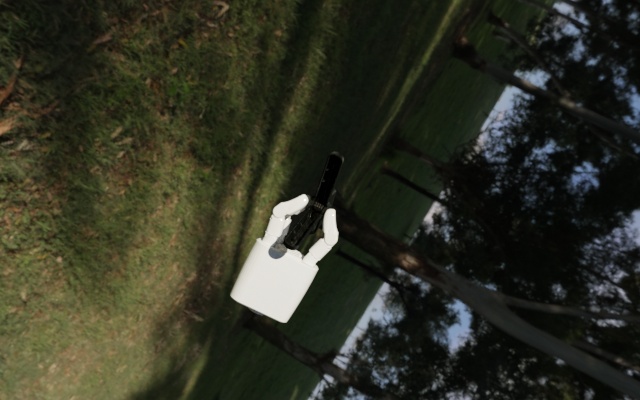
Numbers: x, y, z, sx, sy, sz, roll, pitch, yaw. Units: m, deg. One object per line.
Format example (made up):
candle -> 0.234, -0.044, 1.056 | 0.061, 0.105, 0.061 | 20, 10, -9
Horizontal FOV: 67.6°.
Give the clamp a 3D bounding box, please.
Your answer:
clamp -> 0.001, 0.003, 0.806 | 0.036, 0.164, 0.210 | 28, 2, 7
